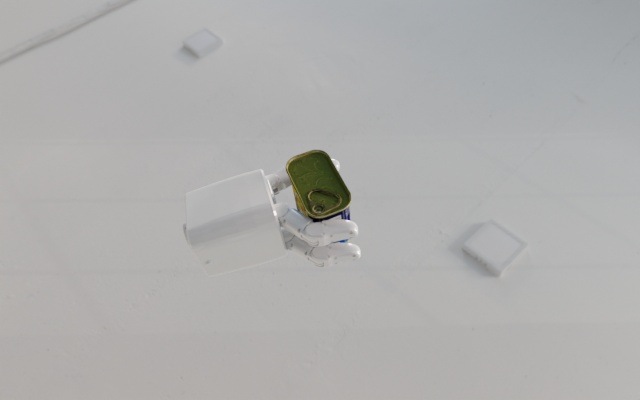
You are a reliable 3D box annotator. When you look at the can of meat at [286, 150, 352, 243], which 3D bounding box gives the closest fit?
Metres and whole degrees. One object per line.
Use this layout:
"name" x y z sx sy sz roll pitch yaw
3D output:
"can of meat" 0.000 0.002 0.602 0.057 0.102 0.084 -21 -36 -9
